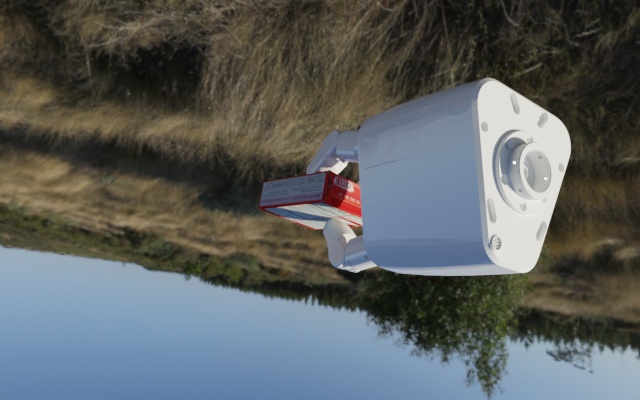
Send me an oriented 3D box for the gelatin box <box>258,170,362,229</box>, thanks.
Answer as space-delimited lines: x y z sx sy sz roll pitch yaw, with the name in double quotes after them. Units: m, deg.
0.000 0.002 0.432 0.089 0.030 0.073 -8 -23 45 "gelatin box"
